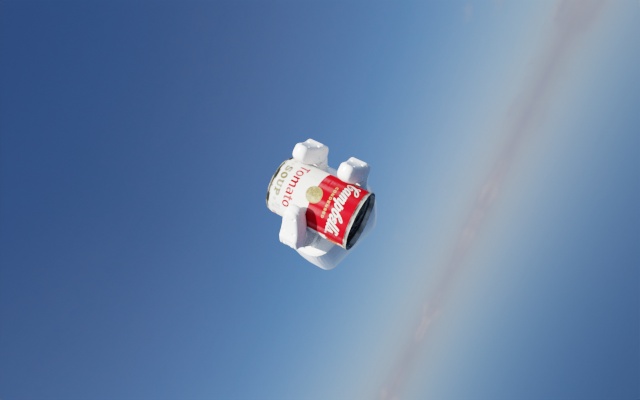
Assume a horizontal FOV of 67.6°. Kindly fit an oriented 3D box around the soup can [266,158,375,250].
[{"bbox_3d":[0.000,0.002,0.528,0.102,0.068,0.068,26,8,17],"label":"soup can"}]
